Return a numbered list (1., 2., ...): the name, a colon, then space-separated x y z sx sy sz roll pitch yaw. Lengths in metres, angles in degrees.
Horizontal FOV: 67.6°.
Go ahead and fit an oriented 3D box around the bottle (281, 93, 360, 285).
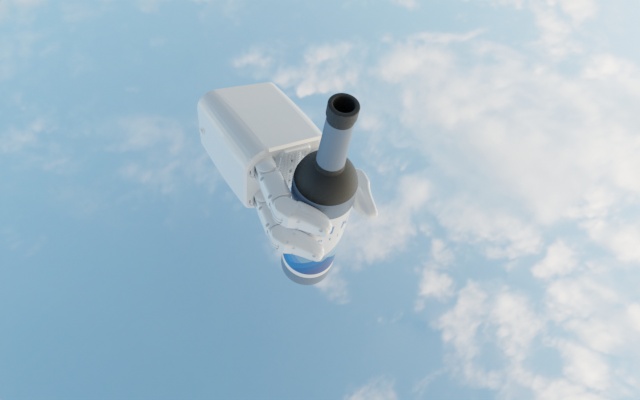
1. bottle: 0.000 0.002 0.510 0.069 0.069 0.296 0 -33 -9
